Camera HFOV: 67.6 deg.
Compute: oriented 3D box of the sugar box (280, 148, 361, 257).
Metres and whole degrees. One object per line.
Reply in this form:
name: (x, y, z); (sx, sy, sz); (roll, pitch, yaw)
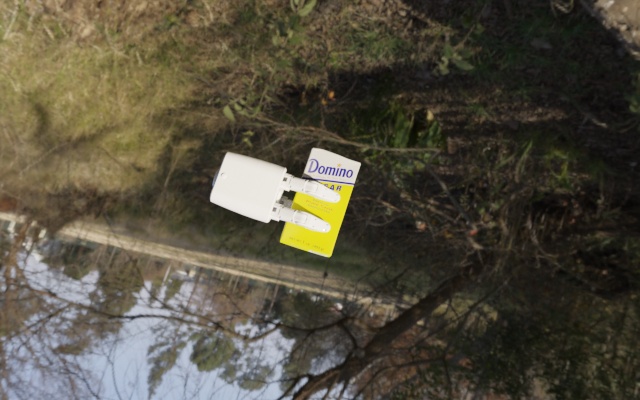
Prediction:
sugar box: (0.000, 0.003, 0.839); (0.093, 0.176, 0.048); (18, -10, -3)
